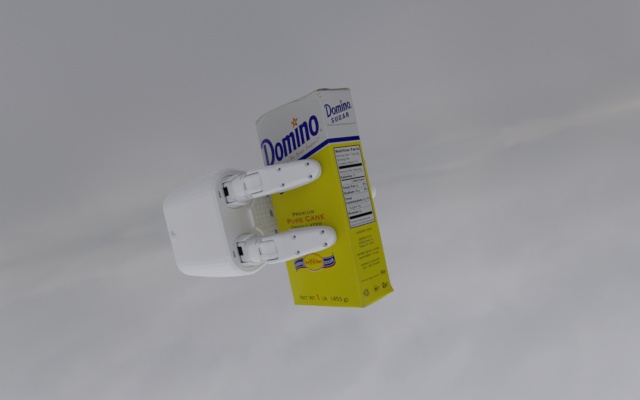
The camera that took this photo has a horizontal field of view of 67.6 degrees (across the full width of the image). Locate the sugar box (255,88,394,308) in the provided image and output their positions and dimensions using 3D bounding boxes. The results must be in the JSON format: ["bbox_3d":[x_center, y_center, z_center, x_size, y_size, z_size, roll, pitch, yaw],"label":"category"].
[{"bbox_3d":[0.000,0.002,0.415,0.048,0.176,0.093,-16,3,-42],"label":"sugar box"}]
